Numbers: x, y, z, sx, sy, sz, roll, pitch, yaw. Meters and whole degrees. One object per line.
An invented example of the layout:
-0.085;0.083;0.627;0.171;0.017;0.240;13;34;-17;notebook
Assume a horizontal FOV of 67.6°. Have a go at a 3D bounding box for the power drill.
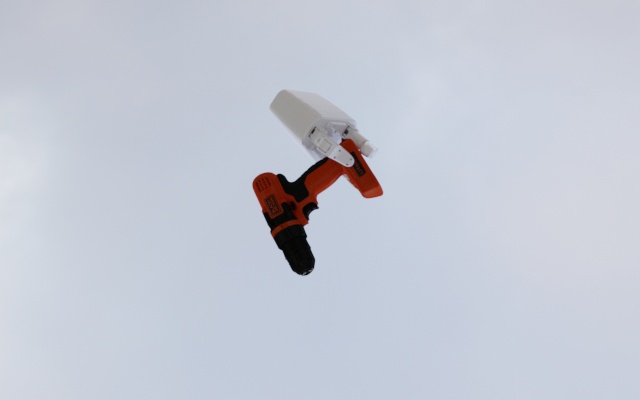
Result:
0.000;0.002;0.750;0.187;0.184;0.057;-29;-21;3;power drill
